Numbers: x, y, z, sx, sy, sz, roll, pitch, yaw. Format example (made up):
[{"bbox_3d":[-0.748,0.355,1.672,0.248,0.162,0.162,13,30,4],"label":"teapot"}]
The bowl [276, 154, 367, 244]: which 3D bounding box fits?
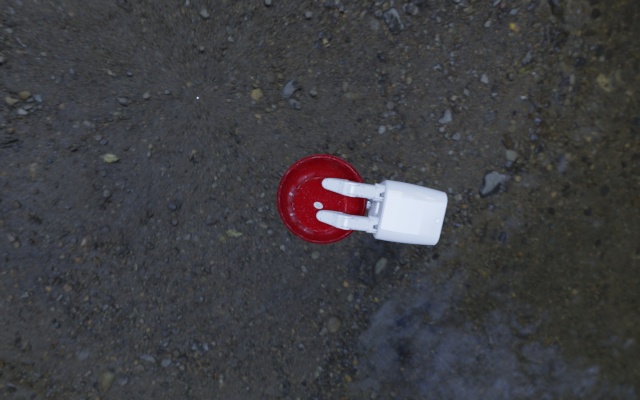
[{"bbox_3d":[-0.001,0.003,0.819,0.162,0.162,0.055,0,9,4],"label":"bowl"}]
